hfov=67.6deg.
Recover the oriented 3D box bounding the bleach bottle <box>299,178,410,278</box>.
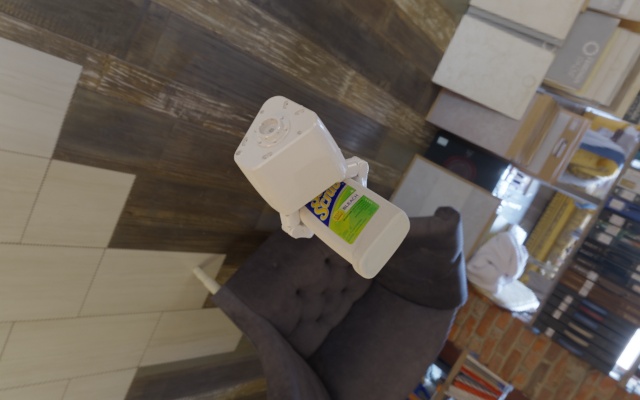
[{"bbox_3d":[0.000,0.002,0.685,0.250,0.102,0.068,33,-12,35],"label":"bleach bottle"}]
